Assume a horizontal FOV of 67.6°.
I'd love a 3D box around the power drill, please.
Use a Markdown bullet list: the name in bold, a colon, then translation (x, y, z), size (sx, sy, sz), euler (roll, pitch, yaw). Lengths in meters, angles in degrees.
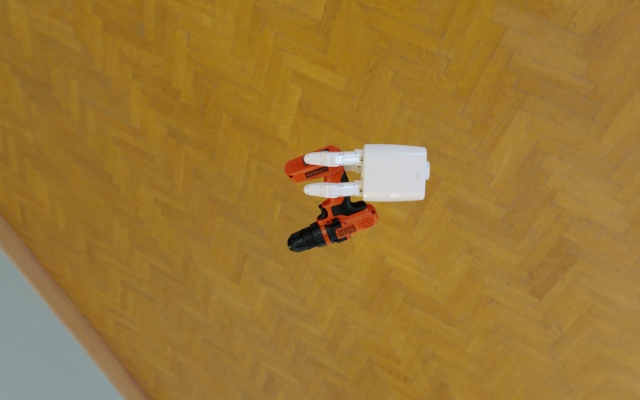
- **power drill**: translation (0.000, 0.002, 0.888), size (0.184, 0.188, 0.057), euler (-22, 34, 1)
